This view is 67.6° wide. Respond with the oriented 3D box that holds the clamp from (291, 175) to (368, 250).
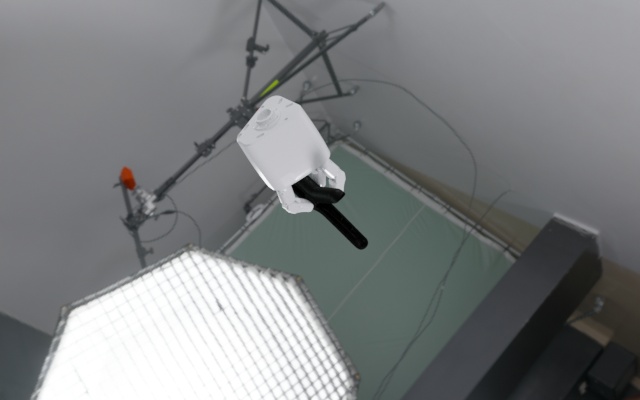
[{"bbox_3d":[-0.001,0.003,0.871,0.210,0.036,0.165,33,-19,45],"label":"clamp"}]
